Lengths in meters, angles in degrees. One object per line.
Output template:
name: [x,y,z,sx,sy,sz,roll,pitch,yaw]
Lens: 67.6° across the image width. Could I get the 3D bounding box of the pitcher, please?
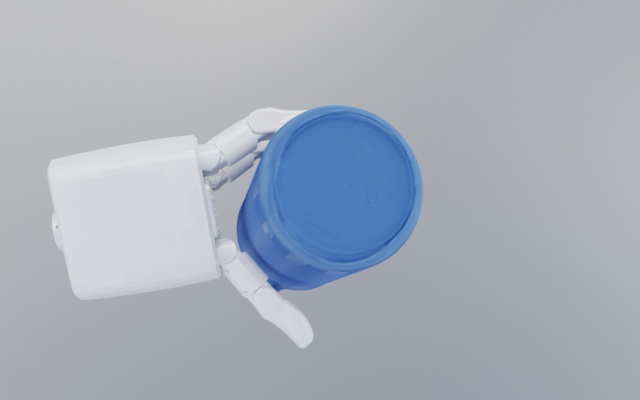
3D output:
pitcher: [0.000,0.001,0.411,0.145,0.149,0.243,-11,-8,-12]
